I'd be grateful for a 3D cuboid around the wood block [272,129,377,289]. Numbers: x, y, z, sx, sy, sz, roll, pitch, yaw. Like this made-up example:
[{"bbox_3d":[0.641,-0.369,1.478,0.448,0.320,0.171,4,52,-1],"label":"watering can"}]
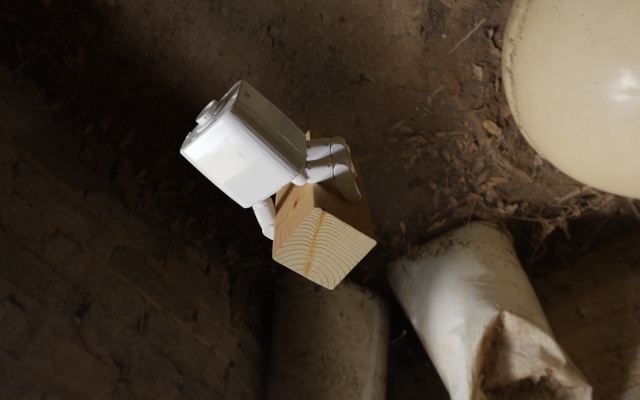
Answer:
[{"bbox_3d":[0.000,0.002,0.629,0.090,0.091,0.206,31,26,-20],"label":"wood block"}]
